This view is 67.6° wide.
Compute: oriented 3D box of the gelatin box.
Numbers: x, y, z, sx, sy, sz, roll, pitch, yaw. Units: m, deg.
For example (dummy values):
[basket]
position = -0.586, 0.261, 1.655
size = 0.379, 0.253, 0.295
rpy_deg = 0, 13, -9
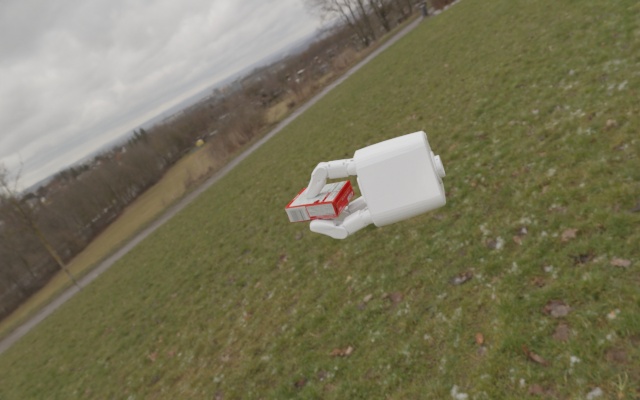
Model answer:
[gelatin box]
position = 0.000, 0.002, 0.751
size = 0.089, 0.030, 0.073
rpy_deg = -8, 24, 29
